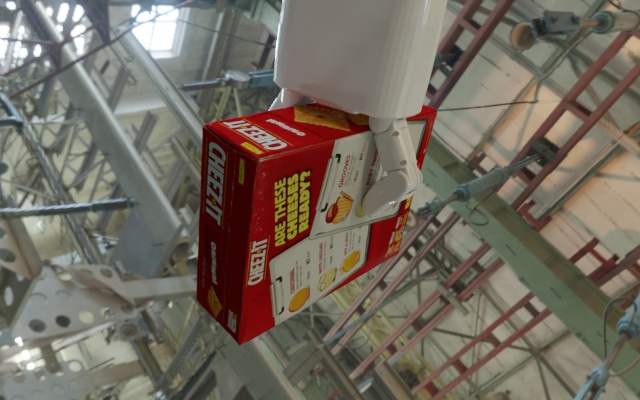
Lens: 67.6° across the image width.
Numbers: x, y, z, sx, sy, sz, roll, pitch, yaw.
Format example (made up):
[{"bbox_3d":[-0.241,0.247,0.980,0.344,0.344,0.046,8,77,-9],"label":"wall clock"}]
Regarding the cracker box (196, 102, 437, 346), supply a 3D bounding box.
[{"bbox_3d":[0.000,0.001,0.416,0.072,0.164,0.213,32,36,34],"label":"cracker box"}]
